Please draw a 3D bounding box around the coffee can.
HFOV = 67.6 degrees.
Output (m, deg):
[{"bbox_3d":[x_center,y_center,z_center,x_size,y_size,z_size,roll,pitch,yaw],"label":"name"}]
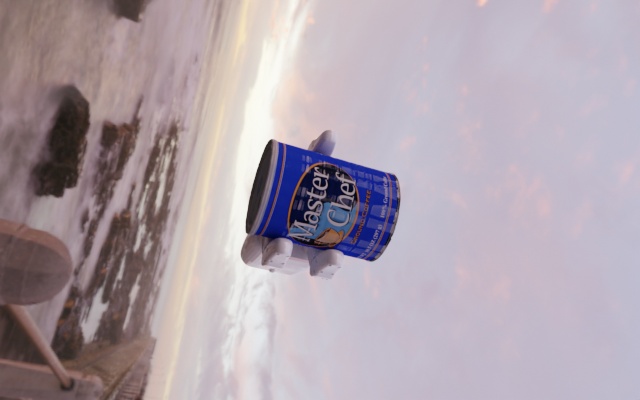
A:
[{"bbox_3d":[0.000,0.002,0.514,0.140,0.103,0.103,14,-4,-15],"label":"coffee can"}]
